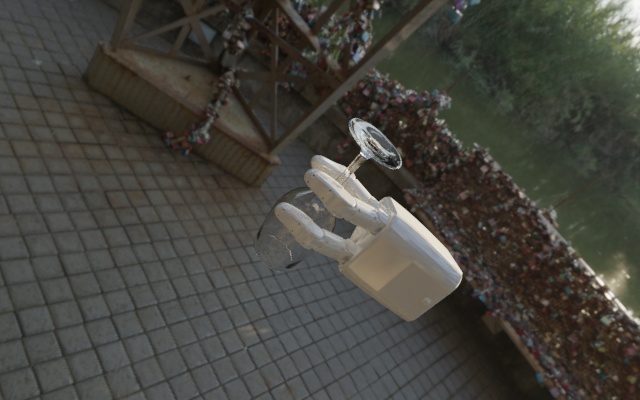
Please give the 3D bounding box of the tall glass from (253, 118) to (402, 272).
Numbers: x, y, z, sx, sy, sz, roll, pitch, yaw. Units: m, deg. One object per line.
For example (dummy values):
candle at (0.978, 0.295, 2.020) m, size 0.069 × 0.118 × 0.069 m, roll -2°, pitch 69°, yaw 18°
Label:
tall glass at (0.000, 0.001, 0.559) m, size 0.079 × 0.079 × 0.201 m, roll 0°, pitch -40°, yaw -52°
